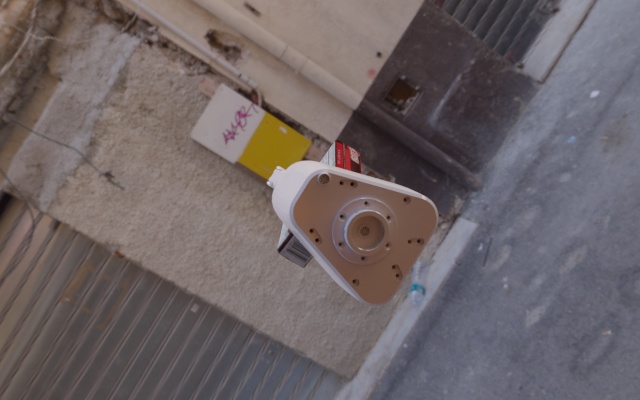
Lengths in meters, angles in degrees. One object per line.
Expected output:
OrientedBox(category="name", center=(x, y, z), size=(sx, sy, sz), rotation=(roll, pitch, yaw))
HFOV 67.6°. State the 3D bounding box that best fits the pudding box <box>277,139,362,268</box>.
OrientedBox(category="pudding box", center=(0.000, 0.002, 0.509), size=(0.039, 0.113, 0.090), rotation=(32, 27, -15))
